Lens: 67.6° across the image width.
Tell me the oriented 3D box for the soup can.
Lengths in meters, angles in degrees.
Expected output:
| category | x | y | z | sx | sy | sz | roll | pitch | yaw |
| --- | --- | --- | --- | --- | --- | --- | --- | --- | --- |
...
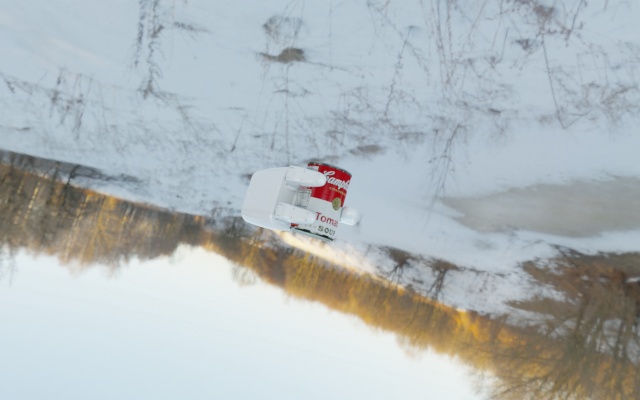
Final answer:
| category | x | y | z | sx | sy | sz | roll | pitch | yaw |
| --- | --- | --- | --- | --- | --- | --- | --- | --- | --- |
| soup can | 0.000 | 0.003 | 0.694 | 0.068 | 0.102 | 0.068 | 16 | -9 | 2 |
